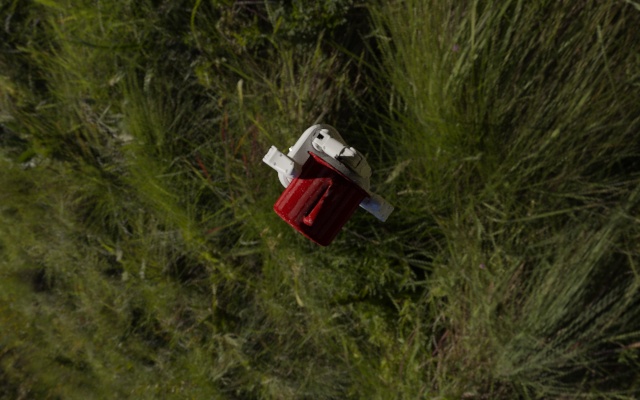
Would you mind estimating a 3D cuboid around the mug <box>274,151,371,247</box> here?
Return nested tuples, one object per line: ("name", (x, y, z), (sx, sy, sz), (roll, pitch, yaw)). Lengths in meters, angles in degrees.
("mug", (0.000, 0.002, 0.555), (0.093, 0.081, 0.117), (36, 1, -9))
